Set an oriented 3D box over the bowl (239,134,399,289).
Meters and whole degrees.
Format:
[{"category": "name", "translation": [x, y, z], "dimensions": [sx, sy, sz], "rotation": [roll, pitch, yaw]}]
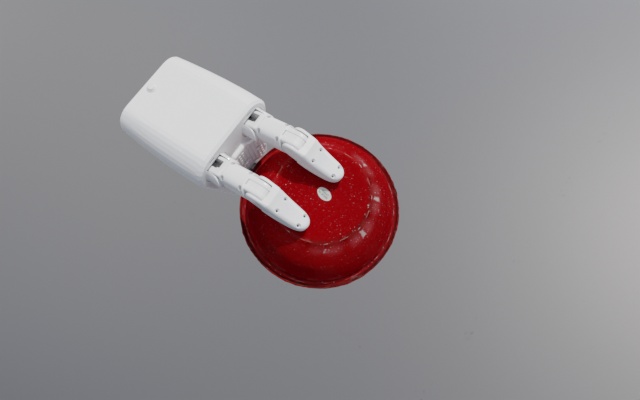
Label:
[{"category": "bowl", "translation": [0.001, 0.002, 0.459], "dimensions": [0.162, 0.162, 0.055], "rotation": [0, -15, -2]}]
